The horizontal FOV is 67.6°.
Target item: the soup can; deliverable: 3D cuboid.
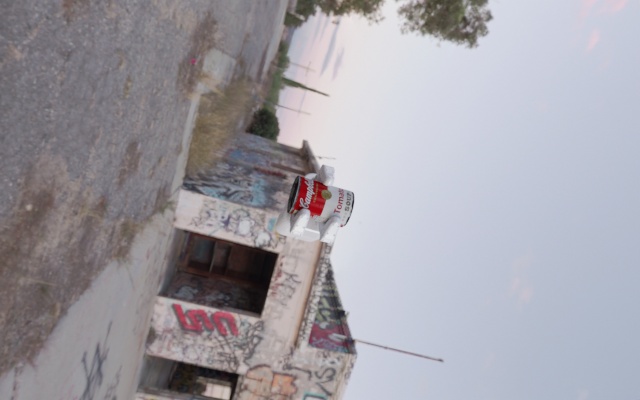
[{"bbox_3d":[0.001,0.003,0.829,0.102,0.068,0.068,16,-4,-12],"label":"soup can"}]
